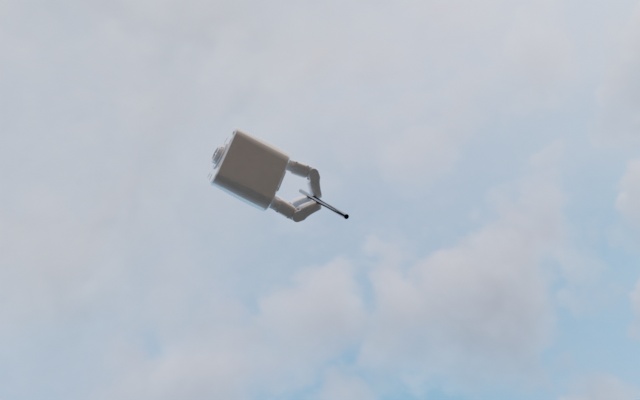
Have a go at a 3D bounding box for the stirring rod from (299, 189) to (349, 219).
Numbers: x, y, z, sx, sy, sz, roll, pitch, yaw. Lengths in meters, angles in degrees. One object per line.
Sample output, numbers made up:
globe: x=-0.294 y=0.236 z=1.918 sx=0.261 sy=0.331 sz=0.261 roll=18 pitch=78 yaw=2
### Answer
stirring rod: x=0.000 y=0.003 z=0.829 sx=0.011 sy=0.011 sz=0.239 roll=0 pitch=10 yaw=-19
